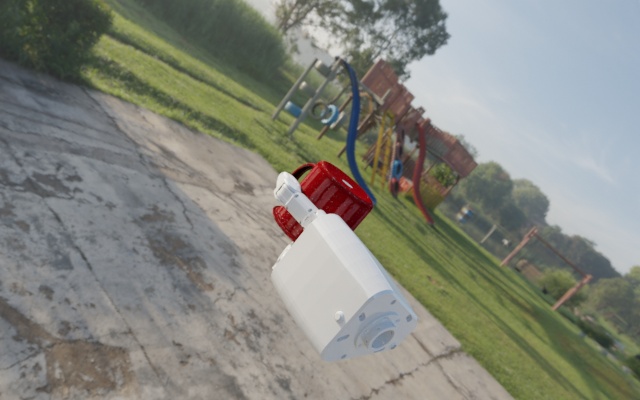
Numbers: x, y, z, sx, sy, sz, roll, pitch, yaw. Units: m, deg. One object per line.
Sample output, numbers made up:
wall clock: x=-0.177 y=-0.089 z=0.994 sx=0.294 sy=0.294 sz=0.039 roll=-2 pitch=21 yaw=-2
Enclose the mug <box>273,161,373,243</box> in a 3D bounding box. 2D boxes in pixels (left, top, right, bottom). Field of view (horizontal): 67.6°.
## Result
mug: x=0.000 y=0.001 z=0.556 sx=0.093 sy=0.081 sz=0.117 roll=25 pitch=20 yaw=-48
